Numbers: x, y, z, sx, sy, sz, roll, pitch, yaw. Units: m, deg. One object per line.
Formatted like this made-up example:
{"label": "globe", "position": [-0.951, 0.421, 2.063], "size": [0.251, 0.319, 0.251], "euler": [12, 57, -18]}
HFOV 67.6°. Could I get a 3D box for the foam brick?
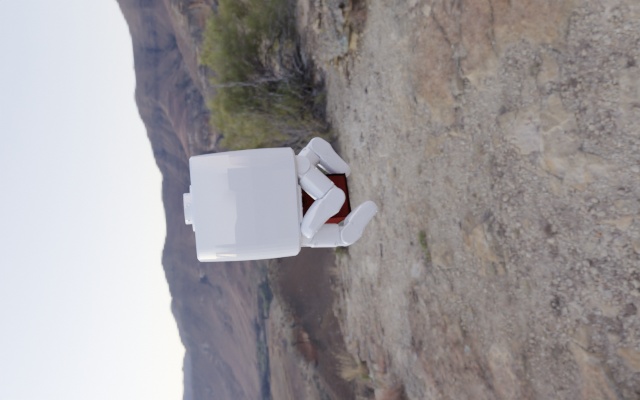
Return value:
{"label": "foam brick", "position": [0.000, 0.002, 0.570], "size": [0.051, 0.053, 0.078], "euler": [-6, -10, -13]}
